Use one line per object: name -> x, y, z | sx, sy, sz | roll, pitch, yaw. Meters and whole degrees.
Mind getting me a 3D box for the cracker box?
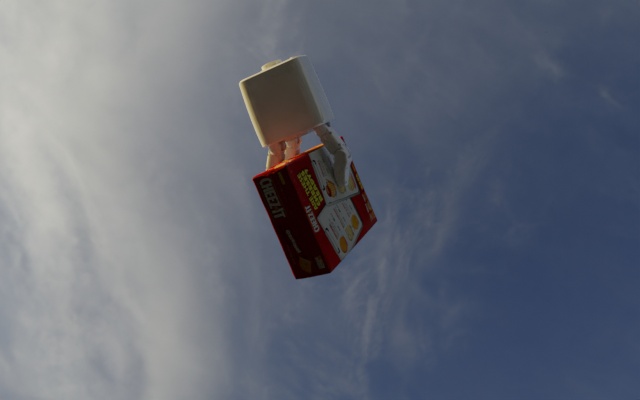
cracker box -> 0.000, 0.002, 0.749 | 0.072, 0.164, 0.213 | -18, 9, 29
